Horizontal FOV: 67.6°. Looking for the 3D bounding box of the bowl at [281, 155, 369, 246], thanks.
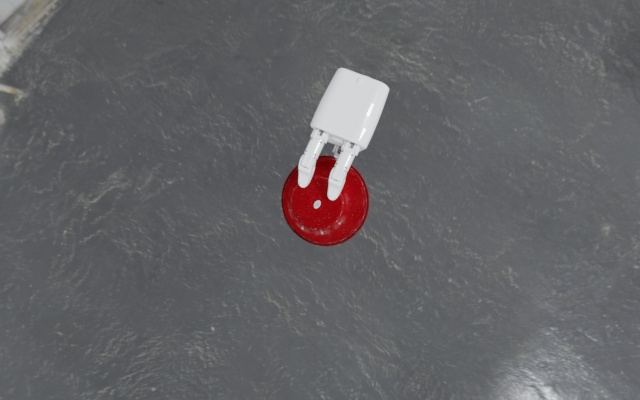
[{"bbox_3d":[0.000,0.004,0.822,0.162,0.162,0.055,0,4,15],"label":"bowl"}]
